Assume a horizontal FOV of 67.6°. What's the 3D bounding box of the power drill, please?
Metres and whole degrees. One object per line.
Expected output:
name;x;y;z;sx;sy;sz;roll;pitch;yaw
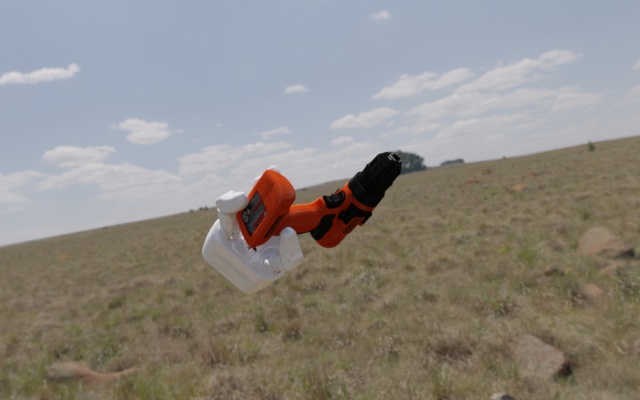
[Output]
power drill;0.000;0.002;0.623;0.187;0.057;0.184;1;-42;-41
